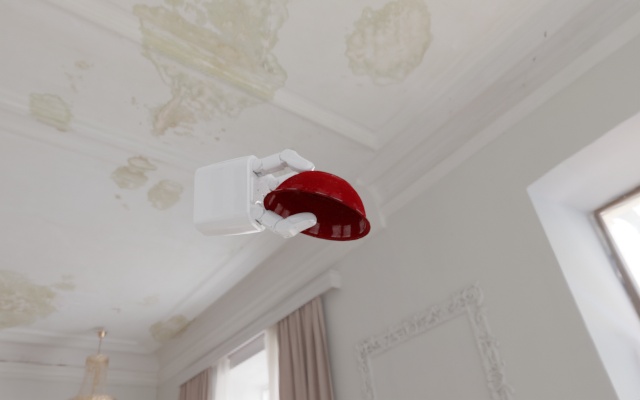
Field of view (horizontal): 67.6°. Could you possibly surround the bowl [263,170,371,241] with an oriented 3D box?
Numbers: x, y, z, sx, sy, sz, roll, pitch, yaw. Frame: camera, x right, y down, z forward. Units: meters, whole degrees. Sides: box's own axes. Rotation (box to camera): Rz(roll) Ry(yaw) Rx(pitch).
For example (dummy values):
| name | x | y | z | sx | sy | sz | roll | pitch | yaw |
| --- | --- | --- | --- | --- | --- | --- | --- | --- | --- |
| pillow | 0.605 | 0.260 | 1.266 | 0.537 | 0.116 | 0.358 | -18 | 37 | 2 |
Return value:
| name | x | y | z | sx | sy | sz | roll | pitch | yaw |
| --- | --- | --- | --- | --- | --- | --- | --- | --- | --- |
| bowl | 0.002 | 0.002 | 0.706 | 0.162 | 0.055 | 0.162 | 13 | -25 | 6 |
